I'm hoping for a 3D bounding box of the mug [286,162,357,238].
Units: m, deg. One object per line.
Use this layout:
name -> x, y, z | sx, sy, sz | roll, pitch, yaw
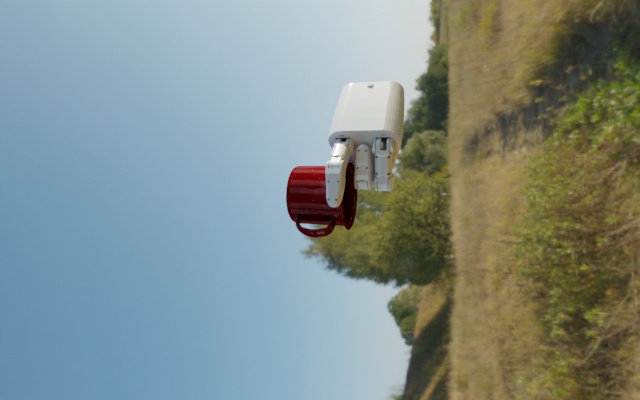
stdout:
mug -> 0.000, 0.003, 0.658 | 0.081, 0.117, 0.093 | 2, -38, 16
